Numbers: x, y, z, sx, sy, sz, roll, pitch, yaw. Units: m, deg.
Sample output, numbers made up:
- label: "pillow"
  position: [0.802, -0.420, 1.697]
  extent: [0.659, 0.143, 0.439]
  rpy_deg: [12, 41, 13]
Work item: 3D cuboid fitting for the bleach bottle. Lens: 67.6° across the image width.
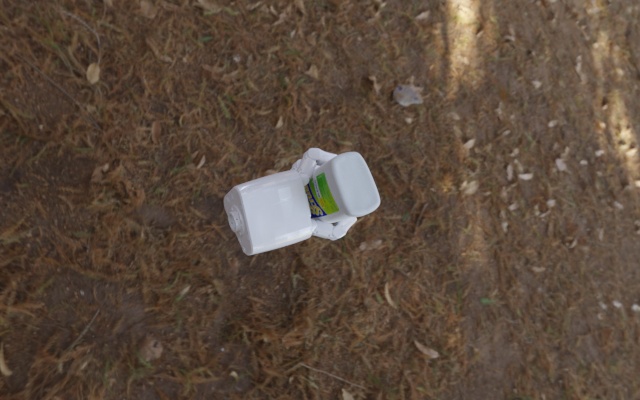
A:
- label: "bleach bottle"
  position: [0.000, 0.003, 0.820]
  extent: [0.068, 0.102, 0.251]
  rpy_deg: [-18, -6, -29]
